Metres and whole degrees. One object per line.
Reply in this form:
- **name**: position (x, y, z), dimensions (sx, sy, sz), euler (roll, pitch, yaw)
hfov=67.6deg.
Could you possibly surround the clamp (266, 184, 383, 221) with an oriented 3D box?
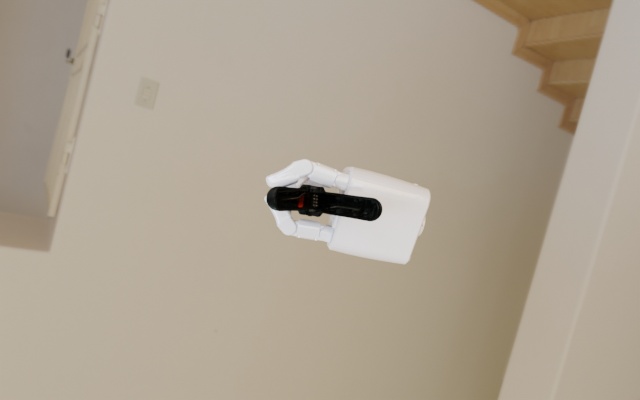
- **clamp**: position (0.000, 0.002, 0.552), dimensions (0.120, 0.039, 0.171), euler (13, 3, -5)
